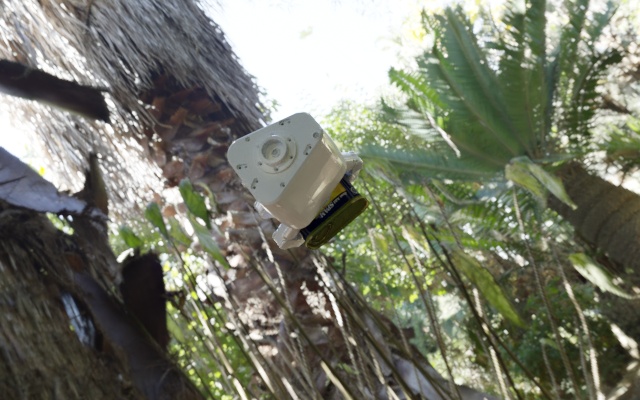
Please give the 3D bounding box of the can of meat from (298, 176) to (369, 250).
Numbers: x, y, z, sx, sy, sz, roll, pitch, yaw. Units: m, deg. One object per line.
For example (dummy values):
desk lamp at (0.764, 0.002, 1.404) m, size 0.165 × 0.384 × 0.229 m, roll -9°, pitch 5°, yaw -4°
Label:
can of meat at (0.000, 0.002, 0.651) m, size 0.102 × 0.084 × 0.057 m, roll -41°, pitch -22°, yaw 5°
